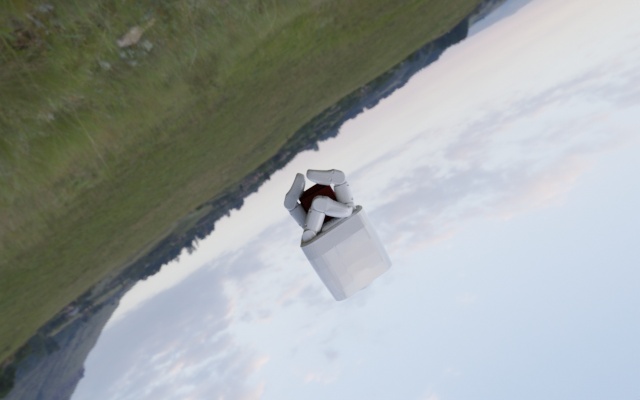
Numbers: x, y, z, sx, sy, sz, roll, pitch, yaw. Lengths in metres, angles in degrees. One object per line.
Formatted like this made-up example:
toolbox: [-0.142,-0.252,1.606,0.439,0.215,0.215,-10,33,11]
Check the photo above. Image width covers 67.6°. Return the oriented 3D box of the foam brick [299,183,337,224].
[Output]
foam brick: [0.000,0.002,0.766,0.053,0.051,0.078,-31,8,5]
